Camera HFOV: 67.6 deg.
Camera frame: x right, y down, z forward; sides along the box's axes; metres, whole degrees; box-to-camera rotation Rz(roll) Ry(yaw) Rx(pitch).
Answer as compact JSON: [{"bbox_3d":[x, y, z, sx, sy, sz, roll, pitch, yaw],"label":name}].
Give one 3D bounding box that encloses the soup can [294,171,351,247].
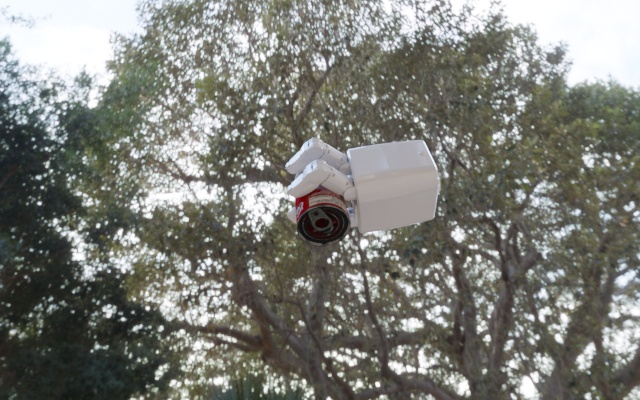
[{"bbox_3d":[0.000,0.002,0.632,0.068,0.069,0.102,0,38,-6],"label":"soup can"}]
